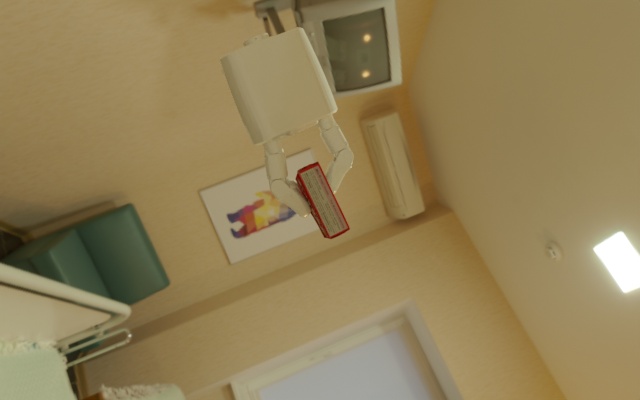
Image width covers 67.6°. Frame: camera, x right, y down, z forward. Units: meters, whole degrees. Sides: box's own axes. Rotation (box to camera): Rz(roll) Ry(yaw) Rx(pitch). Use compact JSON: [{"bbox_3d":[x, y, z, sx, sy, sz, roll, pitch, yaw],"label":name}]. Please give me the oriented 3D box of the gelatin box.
[{"bbox_3d":[0.001,0.002,0.579,0.030,0.089,0.073,-26,-1,-6],"label":"gelatin box"}]
